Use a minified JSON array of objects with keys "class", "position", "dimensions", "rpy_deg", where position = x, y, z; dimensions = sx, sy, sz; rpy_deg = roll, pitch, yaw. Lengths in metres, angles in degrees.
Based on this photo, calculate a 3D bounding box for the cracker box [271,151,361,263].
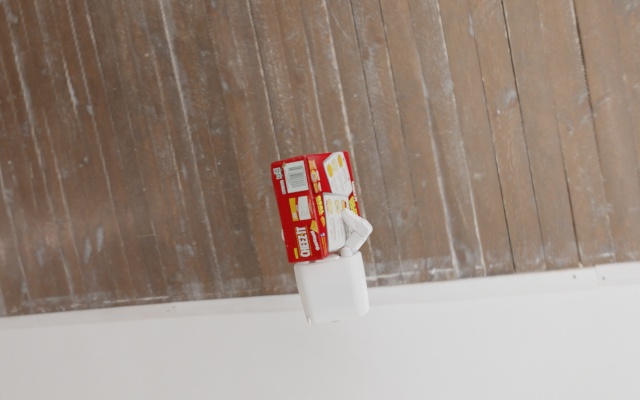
[{"class":"cracker box","position":[0.000,0.003,0.827],"dimensions":[0.072,0.164,0.213],"rpy_deg":[-9,4,22]}]
